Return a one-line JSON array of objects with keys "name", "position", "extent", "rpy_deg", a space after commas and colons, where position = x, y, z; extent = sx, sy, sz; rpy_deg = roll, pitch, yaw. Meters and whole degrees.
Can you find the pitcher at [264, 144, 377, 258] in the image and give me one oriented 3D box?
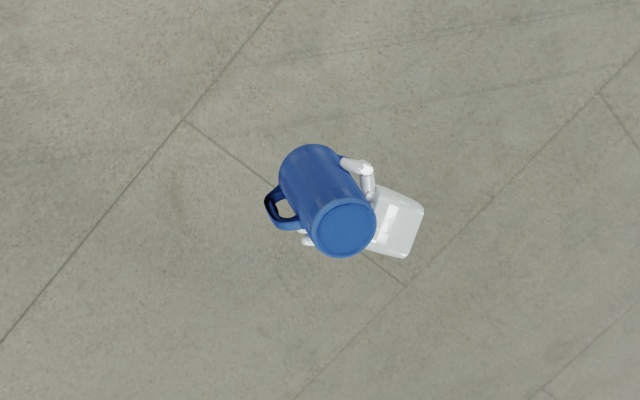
[{"name": "pitcher", "position": [0.000, 0.003, 0.837], "extent": [0.145, 0.149, 0.242], "rpy_deg": [19, 17, -22]}]
